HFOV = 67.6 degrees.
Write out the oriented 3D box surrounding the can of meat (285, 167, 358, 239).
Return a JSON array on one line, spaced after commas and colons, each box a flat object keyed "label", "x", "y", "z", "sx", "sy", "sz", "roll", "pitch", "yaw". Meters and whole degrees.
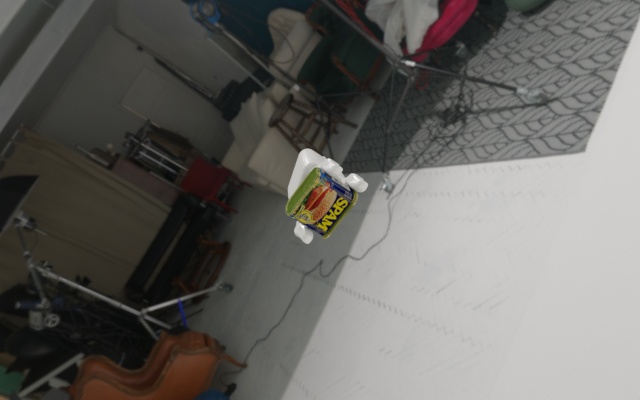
[{"label": "can of meat", "x": 0.000, "y": 0.003, "z": 0.830, "sx": 0.084, "sy": 0.102, "sz": 0.057, "roll": 32, "pitch": 18, "yaw": -20}]
